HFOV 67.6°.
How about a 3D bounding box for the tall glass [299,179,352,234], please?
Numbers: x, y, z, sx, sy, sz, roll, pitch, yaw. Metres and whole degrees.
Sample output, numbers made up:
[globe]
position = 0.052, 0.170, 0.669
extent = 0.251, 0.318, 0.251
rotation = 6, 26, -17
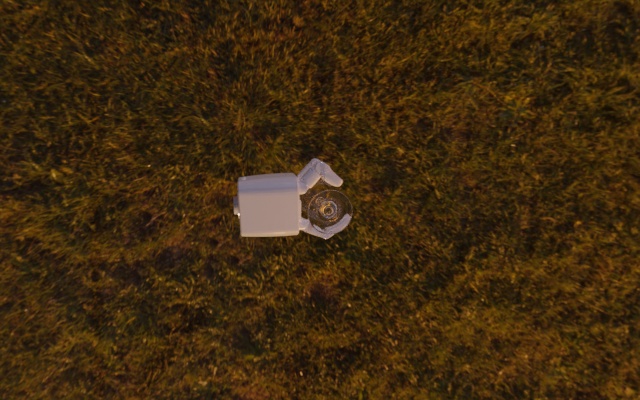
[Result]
[tall glass]
position = 0.000, 0.003, 0.875
extent = 0.079, 0.079, 0.201
rotation = 0, 9, -9
